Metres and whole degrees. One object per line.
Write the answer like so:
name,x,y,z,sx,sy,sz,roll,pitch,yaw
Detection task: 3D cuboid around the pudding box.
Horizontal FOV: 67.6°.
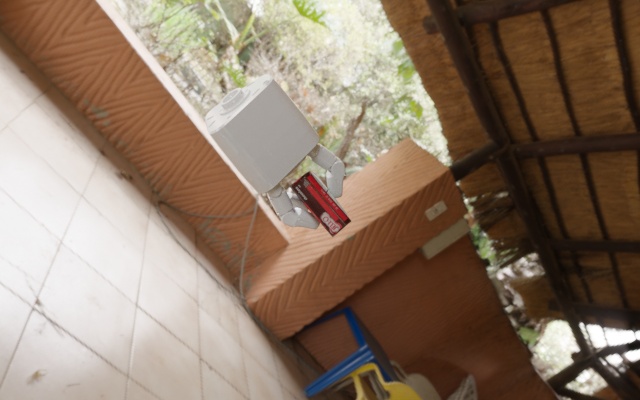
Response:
pudding box,0.000,0.002,0.682,0.039,0.090,0.113,-39,2,4
